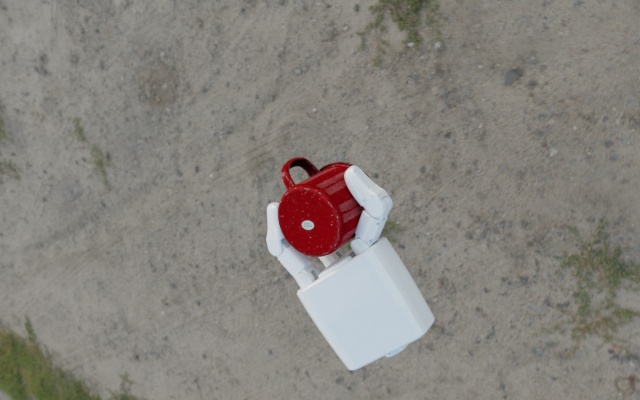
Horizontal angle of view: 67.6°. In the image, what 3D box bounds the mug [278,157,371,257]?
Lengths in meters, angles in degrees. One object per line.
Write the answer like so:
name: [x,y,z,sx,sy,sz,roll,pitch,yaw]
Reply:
mug: [-0.001,0.001,0.527,0.093,0.117,0.081,-38,-5,36]
